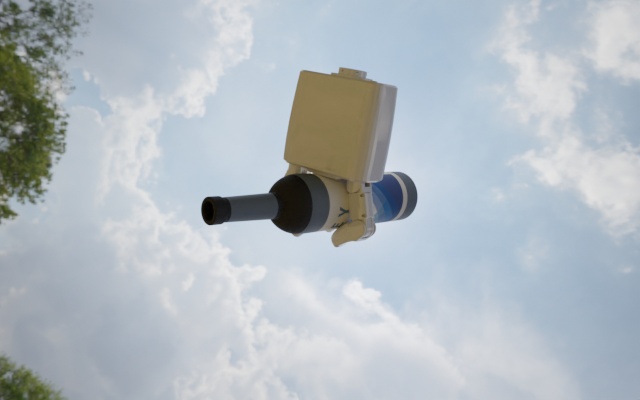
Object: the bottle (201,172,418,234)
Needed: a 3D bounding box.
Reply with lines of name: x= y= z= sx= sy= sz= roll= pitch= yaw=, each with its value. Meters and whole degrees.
bottle: x=0.000 y=0.002 z=0.548 sx=0.295 sy=0.069 sz=0.069 roll=-4 pitch=3 yaw=-44
